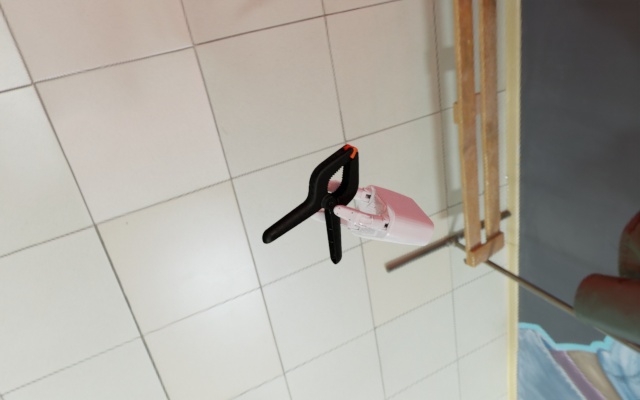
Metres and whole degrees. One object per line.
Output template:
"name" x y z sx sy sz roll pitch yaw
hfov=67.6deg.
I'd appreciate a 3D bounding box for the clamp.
"clamp" 0.001 0.002 0.794 0.164 0.210 0.036 13 13 -35
